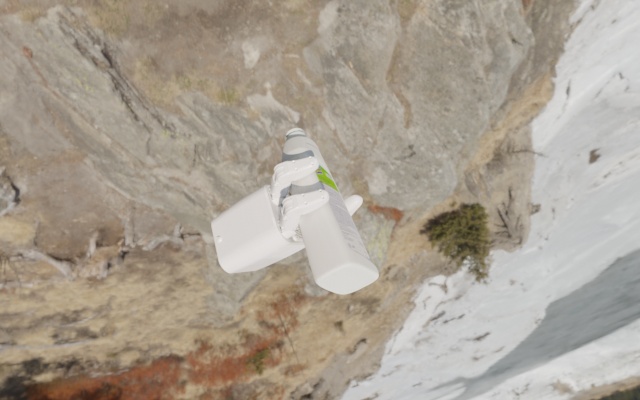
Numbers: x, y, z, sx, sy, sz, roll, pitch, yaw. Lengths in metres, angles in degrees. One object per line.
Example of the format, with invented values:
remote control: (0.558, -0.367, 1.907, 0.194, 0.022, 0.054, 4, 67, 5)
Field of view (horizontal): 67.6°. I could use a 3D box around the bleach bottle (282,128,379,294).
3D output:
bleach bottle: (0.000, 0.002, 0.681, 0.068, 0.250, 0.103, -30, -32, 17)
